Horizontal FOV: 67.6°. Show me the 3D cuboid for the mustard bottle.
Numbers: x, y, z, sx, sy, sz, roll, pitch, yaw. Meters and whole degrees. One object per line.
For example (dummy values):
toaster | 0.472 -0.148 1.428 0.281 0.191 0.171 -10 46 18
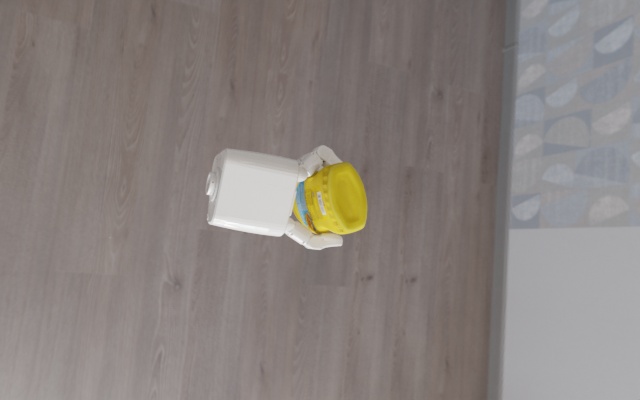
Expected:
mustard bottle | 0.001 0.002 0.722 0.058 0.096 0.191 -16 2 -23
